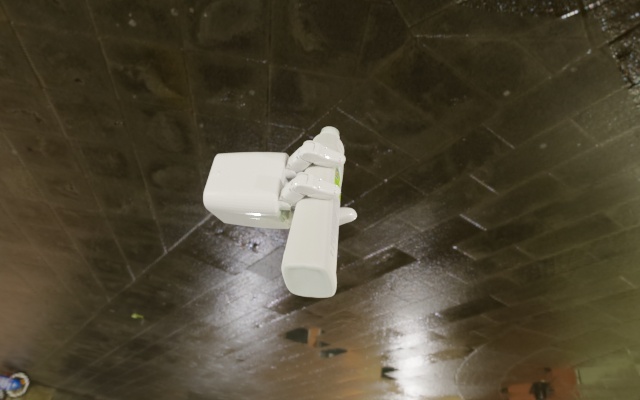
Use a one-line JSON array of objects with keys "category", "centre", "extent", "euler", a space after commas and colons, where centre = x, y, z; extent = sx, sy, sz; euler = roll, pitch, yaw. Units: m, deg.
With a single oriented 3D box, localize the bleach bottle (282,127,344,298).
[{"category": "bleach bottle", "centre": [0.000, 0.002, 0.680], "extent": [0.068, 0.250, 0.103], "euler": [3, -34, 9]}]
